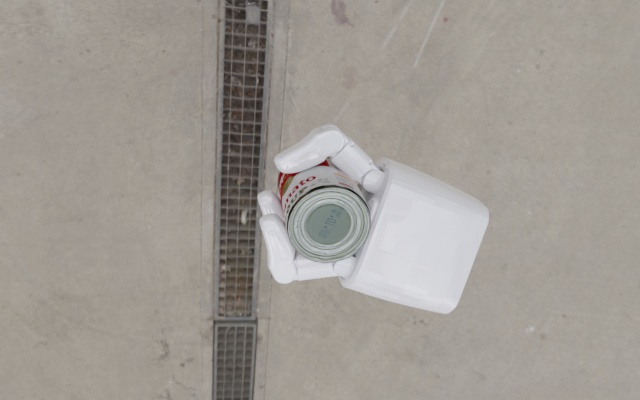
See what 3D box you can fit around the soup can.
[{"bbox_3d":[0.000,0.001,0.411,0.068,0.068,0.102,0,22,-9],"label":"soup can"}]
